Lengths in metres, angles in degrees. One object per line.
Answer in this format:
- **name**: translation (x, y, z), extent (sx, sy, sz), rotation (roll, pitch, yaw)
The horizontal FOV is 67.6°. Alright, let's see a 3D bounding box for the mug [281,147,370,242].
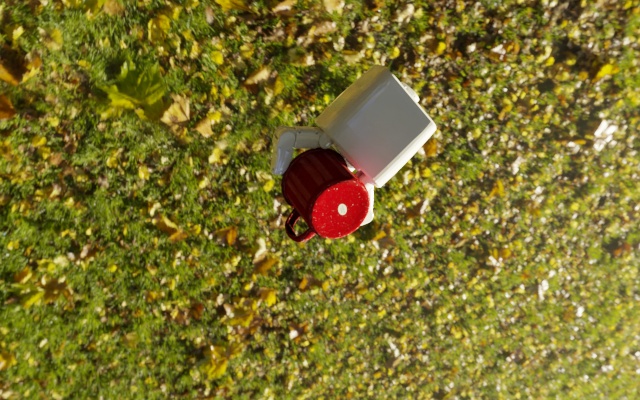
- **mug**: translation (-0.001, 0.003, 0.581), extent (0.093, 0.117, 0.081), rotation (39, 7, -35)
